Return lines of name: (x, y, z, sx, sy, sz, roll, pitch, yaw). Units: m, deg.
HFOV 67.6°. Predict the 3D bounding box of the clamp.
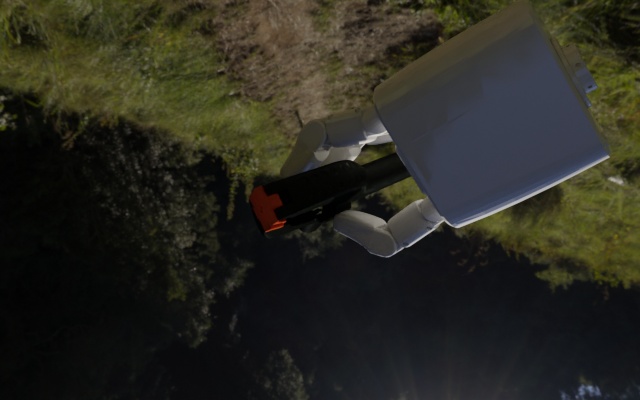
clamp: (0.000, 0.002, 0.405, 0.164, 0.036, 0.210, -32, -9, 31)
